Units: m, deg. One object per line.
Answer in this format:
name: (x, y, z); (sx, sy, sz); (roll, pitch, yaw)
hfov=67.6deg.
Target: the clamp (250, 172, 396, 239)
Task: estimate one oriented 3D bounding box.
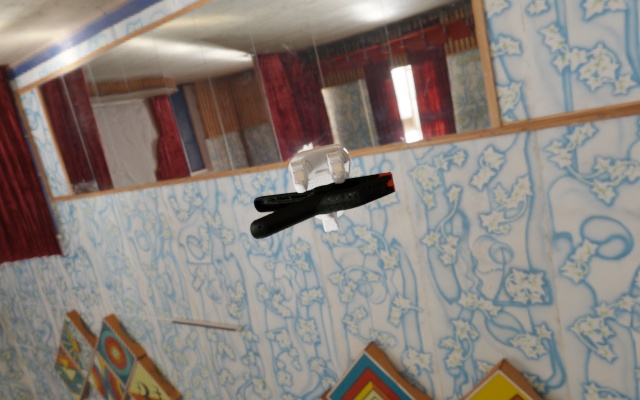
clamp: (0.001, 0.003, 0.652); (0.210, 0.036, 0.164); (-13, 14, 3)
